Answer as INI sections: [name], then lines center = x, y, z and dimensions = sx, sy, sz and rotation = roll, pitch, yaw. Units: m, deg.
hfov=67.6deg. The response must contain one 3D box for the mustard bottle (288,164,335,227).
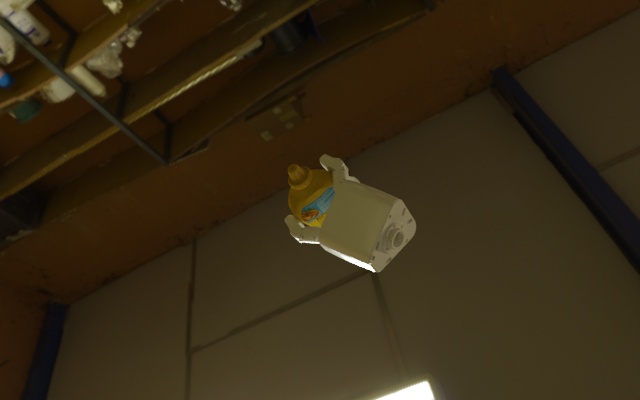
[mustard bottle]
center = 0.000, 0.003, 0.816
dimensions = 0.192, 0.096, 0.058
rotation = 50, 3, -44
